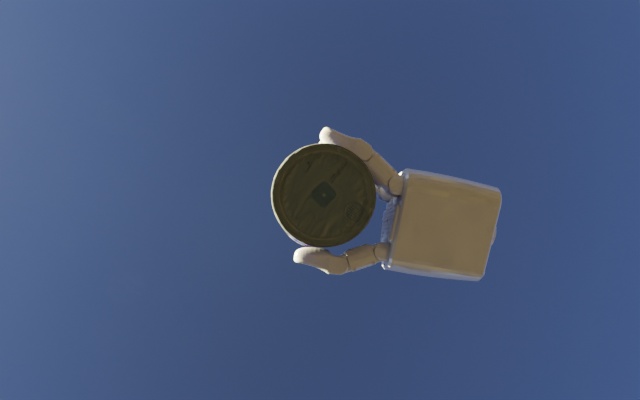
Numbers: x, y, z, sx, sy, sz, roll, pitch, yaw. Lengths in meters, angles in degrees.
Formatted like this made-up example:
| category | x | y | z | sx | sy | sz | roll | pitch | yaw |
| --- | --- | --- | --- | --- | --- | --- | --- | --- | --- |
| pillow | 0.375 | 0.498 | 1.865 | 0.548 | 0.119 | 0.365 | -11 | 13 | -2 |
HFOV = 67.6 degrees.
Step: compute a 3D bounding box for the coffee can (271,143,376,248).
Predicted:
| category | x | y | z | sx | sy | sz | roll | pitch | yaw |
| --- | --- | --- | --- | --- | --- | --- | --- | --- | --- |
| coffee can | 0.000 | 0.002 | 0.532 | 0.103 | 0.103 | 0.140 | 0 | -6 | -3 |
